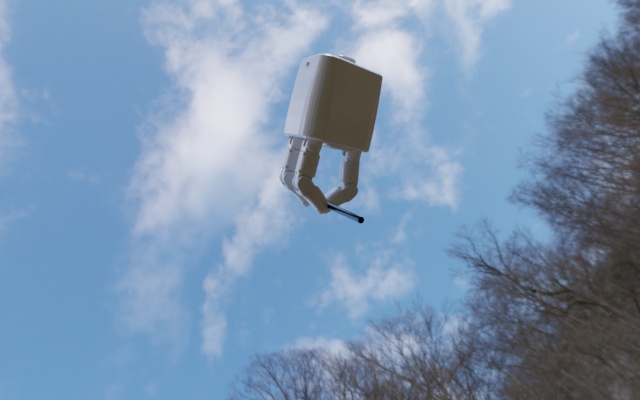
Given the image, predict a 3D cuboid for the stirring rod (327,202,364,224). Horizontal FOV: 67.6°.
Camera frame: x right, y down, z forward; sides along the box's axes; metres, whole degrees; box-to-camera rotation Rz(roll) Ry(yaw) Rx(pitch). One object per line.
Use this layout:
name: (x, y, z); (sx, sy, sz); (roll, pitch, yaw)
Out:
stirring rod: (0.000, 0.002, 0.646); (0.011, 0.011, 0.239); (0, 10, -23)
